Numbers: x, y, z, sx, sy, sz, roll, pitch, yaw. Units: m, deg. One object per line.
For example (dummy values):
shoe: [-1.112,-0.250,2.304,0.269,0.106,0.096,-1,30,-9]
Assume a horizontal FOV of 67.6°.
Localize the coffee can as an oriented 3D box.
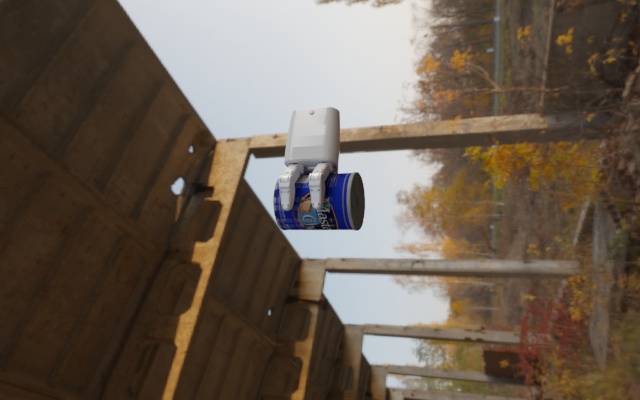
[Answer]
coffee can: [0.000,0.003,0.854,0.140,0.103,0.103,-1,0,19]
